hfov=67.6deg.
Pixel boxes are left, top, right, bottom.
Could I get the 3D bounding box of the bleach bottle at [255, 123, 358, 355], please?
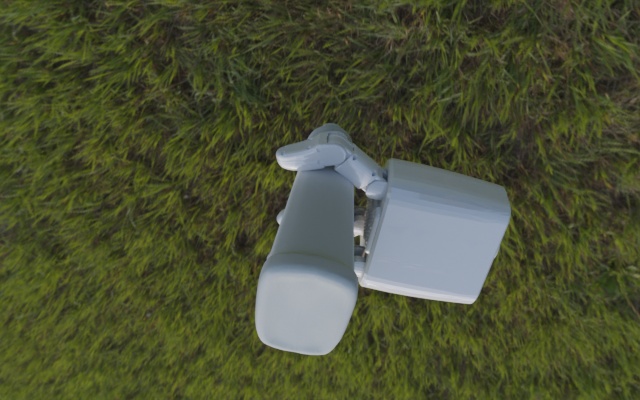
[{"bbox_3d":[0.000,0.001,0.425,0.068,0.103,0.250,11,41,-2],"label":"bleach bottle"}]
